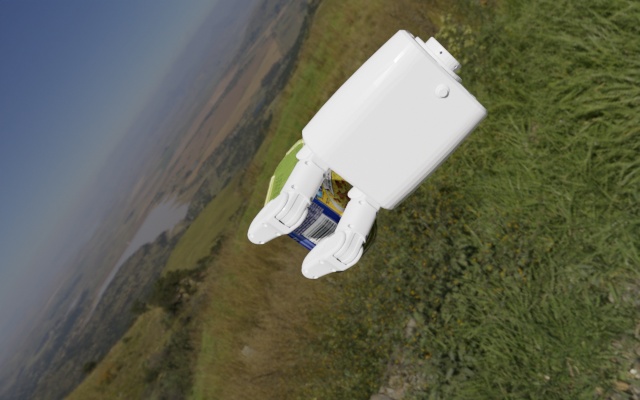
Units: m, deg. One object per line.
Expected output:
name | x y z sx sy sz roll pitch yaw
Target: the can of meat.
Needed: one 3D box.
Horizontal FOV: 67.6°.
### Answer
can of meat | 0.000 0.001 0.430 0.084 0.057 0.102 36 28 -20
